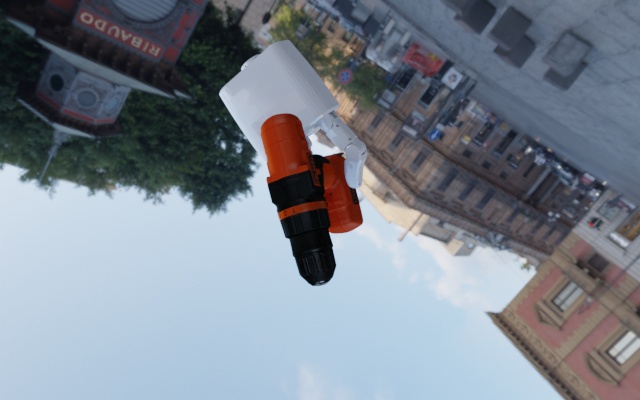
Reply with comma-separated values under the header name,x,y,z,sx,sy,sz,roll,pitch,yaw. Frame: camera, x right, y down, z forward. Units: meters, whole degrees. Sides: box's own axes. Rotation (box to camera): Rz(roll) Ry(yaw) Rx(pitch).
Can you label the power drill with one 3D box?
name,x,y,z,sx,sy,sz,roll,pitch,yaw
power drill,0.000,0.002,0.563,0.057,0.184,0.187,-15,-8,15
